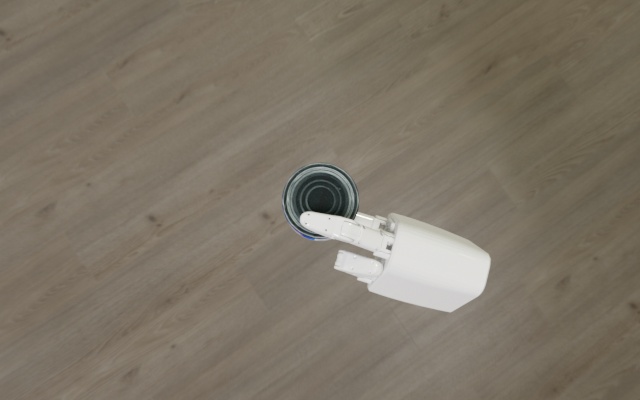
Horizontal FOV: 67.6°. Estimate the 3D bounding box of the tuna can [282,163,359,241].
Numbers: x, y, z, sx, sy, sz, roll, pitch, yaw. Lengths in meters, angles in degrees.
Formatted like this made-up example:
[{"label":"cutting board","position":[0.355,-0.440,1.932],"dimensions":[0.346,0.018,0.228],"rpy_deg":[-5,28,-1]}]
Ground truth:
[{"label":"tuna can","position":[0.000,0.002,0.531],"dimensions":[0.086,0.086,0.034],"rpy_deg":[0,-8,0]}]
